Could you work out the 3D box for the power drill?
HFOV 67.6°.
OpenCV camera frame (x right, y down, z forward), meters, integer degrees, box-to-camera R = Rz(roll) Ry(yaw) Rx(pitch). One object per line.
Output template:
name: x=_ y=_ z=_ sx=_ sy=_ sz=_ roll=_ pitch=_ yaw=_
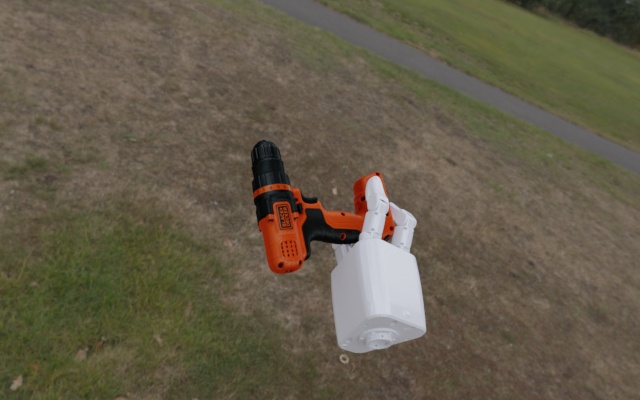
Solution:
power drill: x=0.001 y=0.002 z=0.657 sx=0.187 sy=0.184 sz=0.057 roll=-4 pitch=-18 yaw=-24
